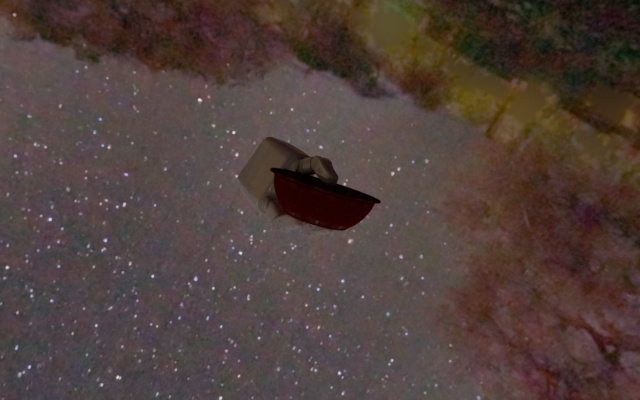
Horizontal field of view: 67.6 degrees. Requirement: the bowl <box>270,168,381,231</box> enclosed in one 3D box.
[{"bbox_3d":[0.000,0.003,0.670,0.162,0.055,0.162,16,6,-2],"label":"bowl"}]
